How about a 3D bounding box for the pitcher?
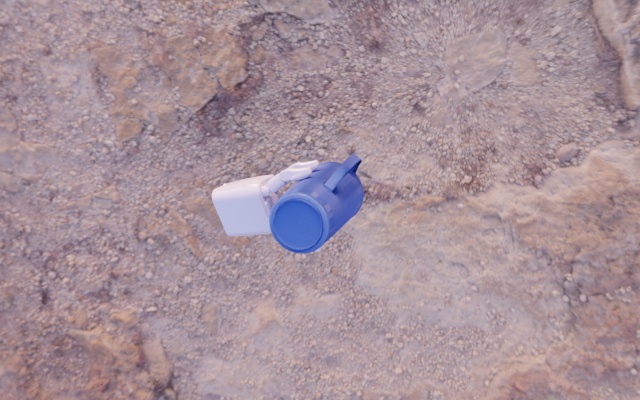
[{"bbox_3d":[0.000,0.003,0.900,0.145,0.149,0.242,-5,13,17],"label":"pitcher"}]
